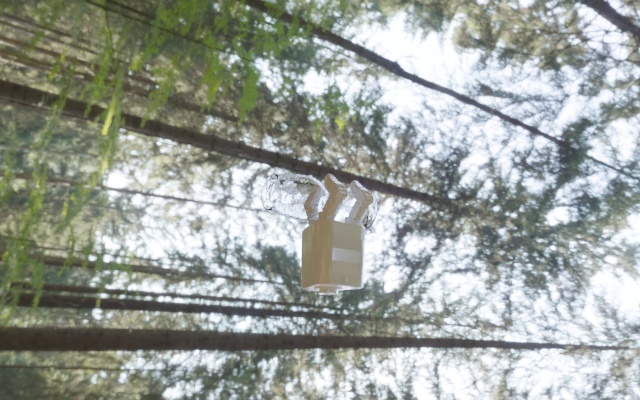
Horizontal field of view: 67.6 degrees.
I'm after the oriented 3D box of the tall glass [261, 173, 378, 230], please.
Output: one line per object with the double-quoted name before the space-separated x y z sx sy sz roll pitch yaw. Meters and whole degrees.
"tall glass" 0.001 0.003 0.831 0.201 0.079 0.079 12 -6 -32
